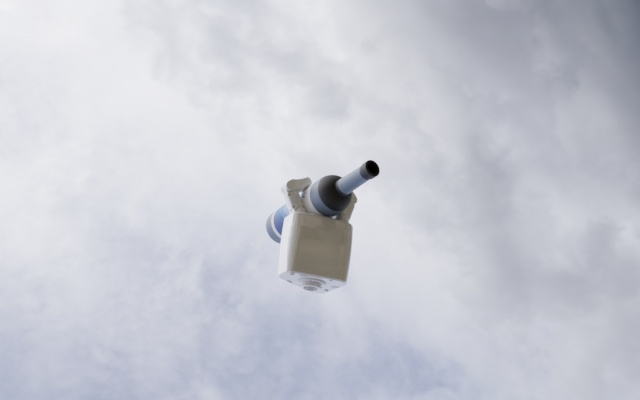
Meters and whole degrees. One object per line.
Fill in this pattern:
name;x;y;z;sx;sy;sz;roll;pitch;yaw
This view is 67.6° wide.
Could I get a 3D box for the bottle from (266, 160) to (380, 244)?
bottle;0.000;0.003;0.829;0.069;0.069;0.296;0;-21;-35
